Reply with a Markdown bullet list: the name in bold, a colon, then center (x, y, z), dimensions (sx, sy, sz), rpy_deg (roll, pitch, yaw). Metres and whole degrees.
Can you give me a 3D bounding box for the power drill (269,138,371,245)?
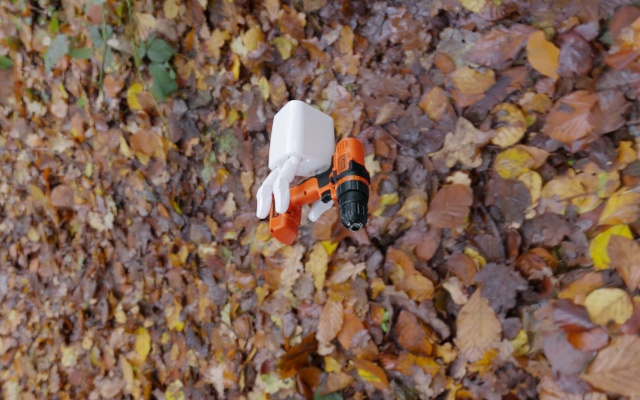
- **power drill**: center (0.000, 0.003, 0.784), dimensions (0.188, 0.184, 0.057), rpy_deg (-29, -51, 29)
